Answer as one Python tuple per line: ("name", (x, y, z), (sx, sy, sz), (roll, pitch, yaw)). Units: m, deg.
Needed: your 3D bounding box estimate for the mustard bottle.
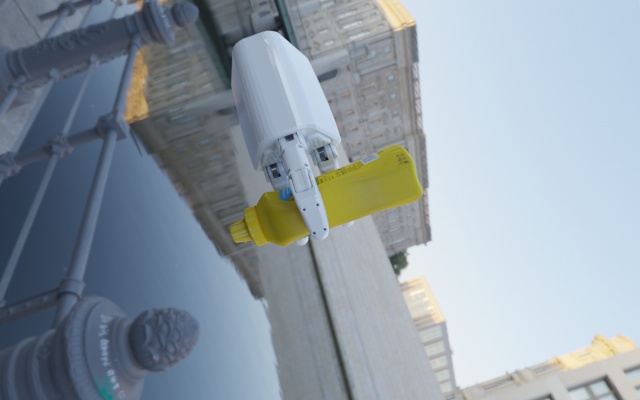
("mustard bottle", (0.000, 0.002, 0.483), (0.191, 0.058, 0.096), (-20, 14, 2))
